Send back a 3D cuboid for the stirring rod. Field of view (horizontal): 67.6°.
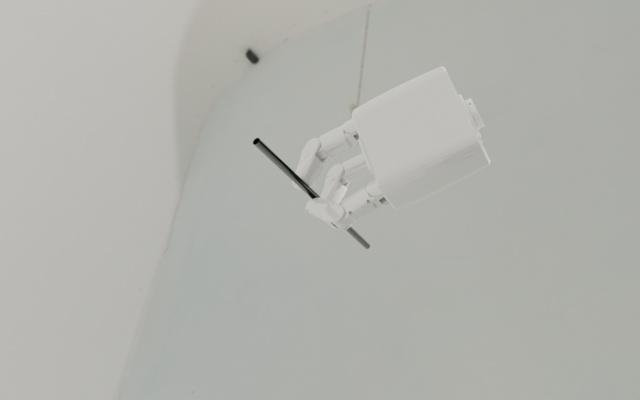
[{"bbox_3d":[0.000,0.002,0.541,0.011,0.011,0.240,0,-29,36],"label":"stirring rod"}]
